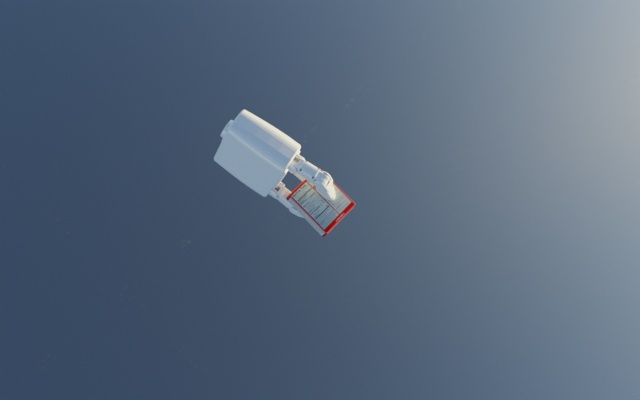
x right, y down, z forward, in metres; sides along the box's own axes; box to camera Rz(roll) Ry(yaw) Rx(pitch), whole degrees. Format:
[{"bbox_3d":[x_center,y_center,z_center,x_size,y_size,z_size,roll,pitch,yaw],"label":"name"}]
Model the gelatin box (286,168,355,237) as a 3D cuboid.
[{"bbox_3d":[0.000,0.003,0.784,0.073,0.089,0.030,-45,-1,-22],"label":"gelatin box"}]
